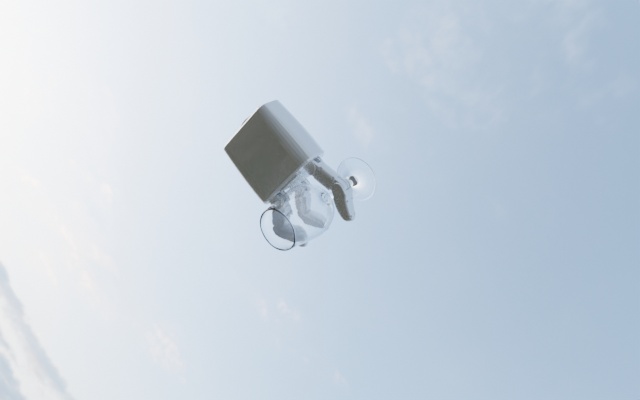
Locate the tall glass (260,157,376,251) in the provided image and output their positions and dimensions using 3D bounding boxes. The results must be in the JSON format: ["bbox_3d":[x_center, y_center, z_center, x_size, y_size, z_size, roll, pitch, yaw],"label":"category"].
[{"bbox_3d":[0.001,0.002,0.701,0.079,0.079,0.201,0,22,38],"label":"tall glass"}]
